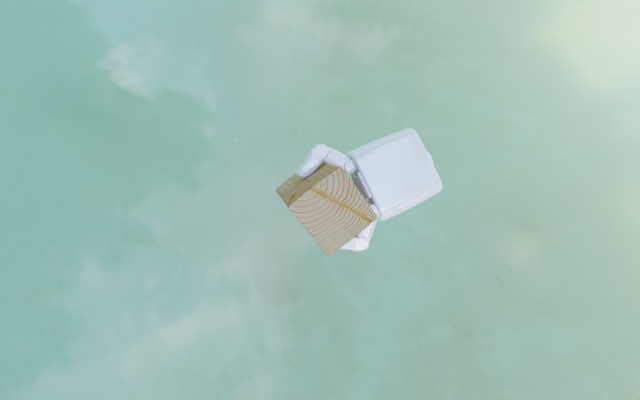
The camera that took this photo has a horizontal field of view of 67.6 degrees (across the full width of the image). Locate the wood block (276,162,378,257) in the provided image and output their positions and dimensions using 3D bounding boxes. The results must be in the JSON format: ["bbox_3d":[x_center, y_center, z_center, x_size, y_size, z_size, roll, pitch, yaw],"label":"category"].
[{"bbox_3d":[0.000,0.002,0.731,0.090,0.091,0.206,-38,12,-3],"label":"wood block"}]
